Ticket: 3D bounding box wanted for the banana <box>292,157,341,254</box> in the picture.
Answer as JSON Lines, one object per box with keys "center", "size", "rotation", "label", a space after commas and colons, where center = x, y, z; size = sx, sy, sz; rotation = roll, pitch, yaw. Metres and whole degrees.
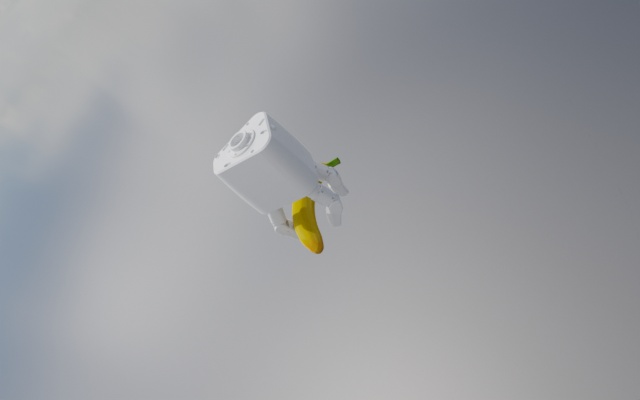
{"center": [-0.015, 0.004, 0.780], "size": [0.069, 0.197, 0.037], "rotation": [-14, -43, 29], "label": "banana"}
